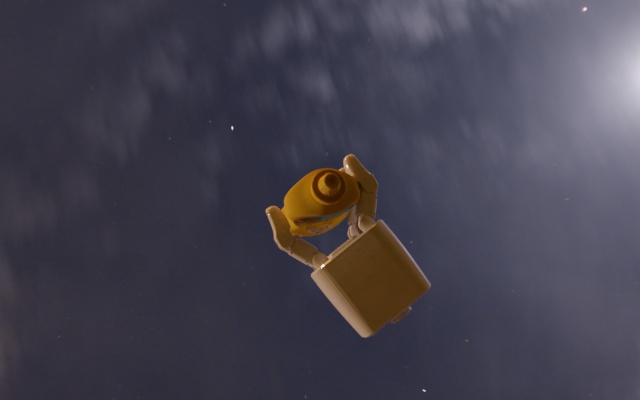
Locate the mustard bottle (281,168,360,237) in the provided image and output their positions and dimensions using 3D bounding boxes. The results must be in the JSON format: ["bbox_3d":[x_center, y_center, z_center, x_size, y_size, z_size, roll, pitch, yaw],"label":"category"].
[{"bbox_3d":[0.000,0.002,0.618,0.096,0.058,0.192,-12,-12,-11],"label":"mustard bottle"}]
